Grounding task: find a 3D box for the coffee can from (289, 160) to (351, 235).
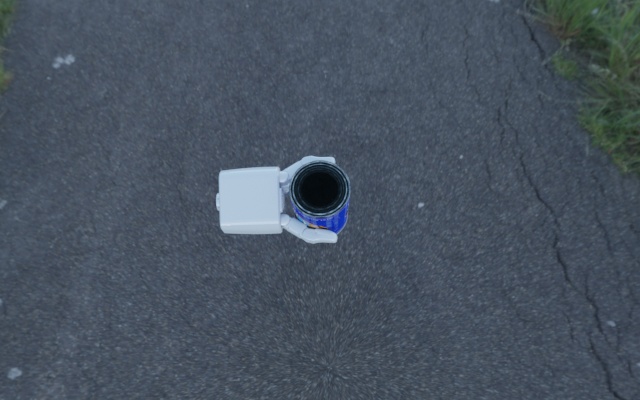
[{"bbox_3d":[0.000,0.003,0.853,0.103,0.102,0.140,0,-19,1],"label":"coffee can"}]
